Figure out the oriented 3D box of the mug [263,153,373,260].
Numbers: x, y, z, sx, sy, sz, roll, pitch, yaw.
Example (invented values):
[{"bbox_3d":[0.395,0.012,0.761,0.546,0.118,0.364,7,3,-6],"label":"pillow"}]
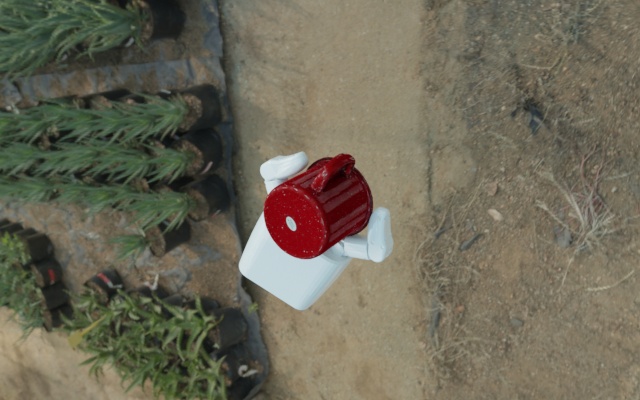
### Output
[{"bbox_3d":[0.001,0.001,0.490,0.093,0.117,0.081,41,38,15],"label":"mug"}]
